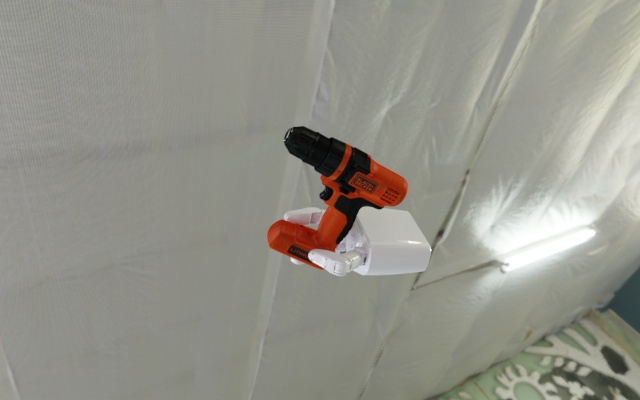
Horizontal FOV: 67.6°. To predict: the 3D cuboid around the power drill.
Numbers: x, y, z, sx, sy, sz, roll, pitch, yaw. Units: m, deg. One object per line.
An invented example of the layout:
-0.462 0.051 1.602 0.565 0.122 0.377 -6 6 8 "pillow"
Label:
0.000 0.003 0.664 0.184 0.188 0.057 27 32 -17 "power drill"
